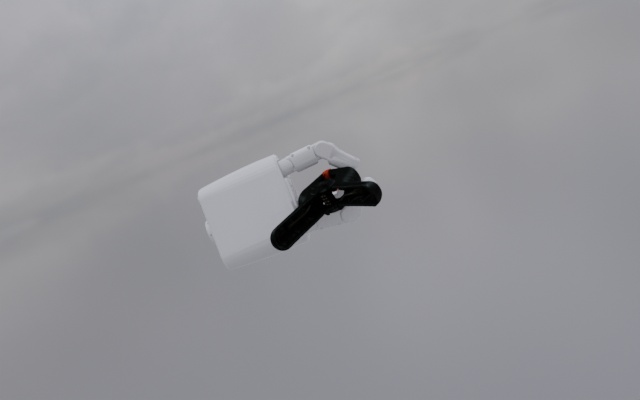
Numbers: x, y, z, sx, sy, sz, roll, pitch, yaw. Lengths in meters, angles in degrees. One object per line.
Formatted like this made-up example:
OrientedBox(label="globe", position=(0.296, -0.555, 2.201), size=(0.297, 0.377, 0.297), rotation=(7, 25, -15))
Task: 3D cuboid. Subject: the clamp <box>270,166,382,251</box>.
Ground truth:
OrientedBox(label="clamp", position=(0.000, 0.001, 0.531), size=(0.120, 0.039, 0.171), rotation=(-23, 11, 1))
